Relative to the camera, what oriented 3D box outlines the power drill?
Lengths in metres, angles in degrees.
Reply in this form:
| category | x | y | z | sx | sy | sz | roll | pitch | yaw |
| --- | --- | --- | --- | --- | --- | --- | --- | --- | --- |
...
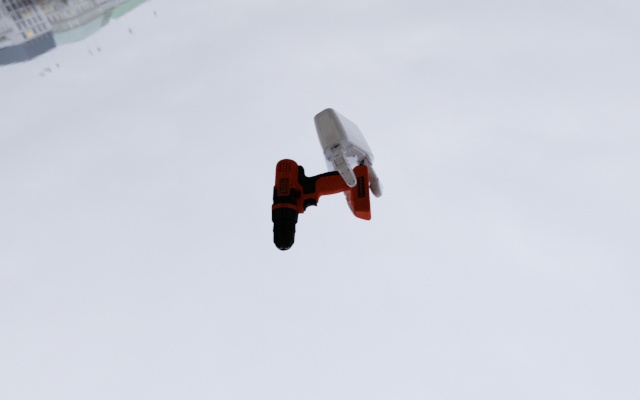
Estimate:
| category | x | y | z | sx | sy | sz | roll | pitch | yaw |
| --- | --- | --- | --- | --- | --- | --- | --- | --- | --- |
| power drill | 0.001 | 0.003 | 0.896 | 0.187 | 0.184 | 0.057 | -2 | -23 | 5 |
